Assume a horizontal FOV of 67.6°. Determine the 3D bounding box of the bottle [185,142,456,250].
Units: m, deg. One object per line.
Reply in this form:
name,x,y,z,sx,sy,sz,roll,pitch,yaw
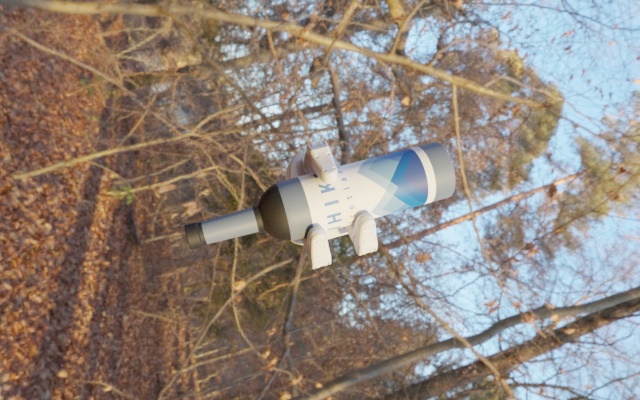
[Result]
bottle,0.000,0.002,0.529,0.295,0.069,0.069,-15,2,-10
